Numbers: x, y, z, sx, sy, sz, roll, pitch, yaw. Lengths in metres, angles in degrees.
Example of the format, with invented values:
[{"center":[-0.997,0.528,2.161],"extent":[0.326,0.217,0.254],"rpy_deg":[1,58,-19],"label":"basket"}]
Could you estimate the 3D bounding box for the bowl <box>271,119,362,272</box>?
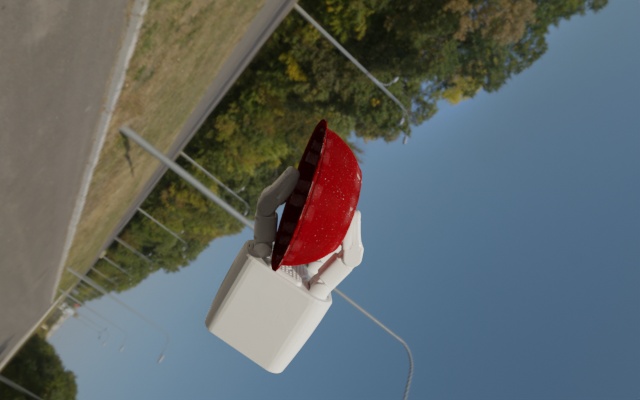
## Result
[{"center":[0.001,0.001,0.489],"extent":[0.055,0.162,0.162],"rpy_deg":[18,-3,-9],"label":"bowl"}]
